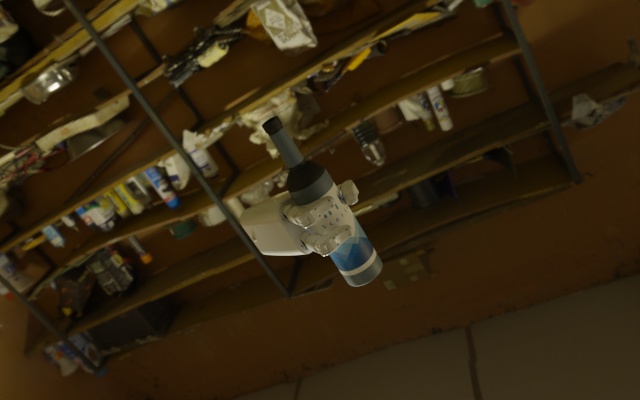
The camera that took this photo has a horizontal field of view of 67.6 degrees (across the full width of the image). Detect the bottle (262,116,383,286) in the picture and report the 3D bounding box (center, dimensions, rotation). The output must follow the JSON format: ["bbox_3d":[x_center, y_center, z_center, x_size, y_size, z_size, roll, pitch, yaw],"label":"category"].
[{"bbox_3d":[0.000,0.003,0.734,0.069,0.296,0.069,-27,22,12],"label":"bottle"}]
